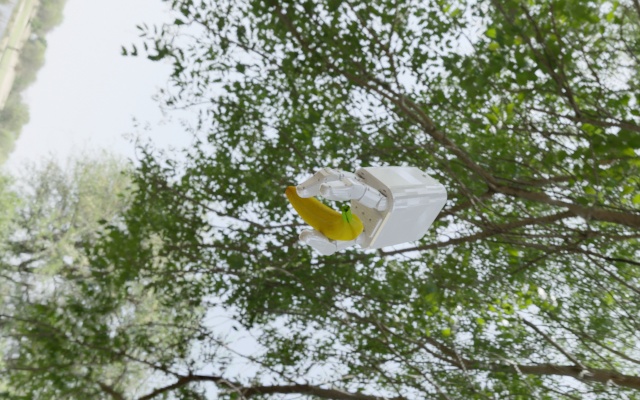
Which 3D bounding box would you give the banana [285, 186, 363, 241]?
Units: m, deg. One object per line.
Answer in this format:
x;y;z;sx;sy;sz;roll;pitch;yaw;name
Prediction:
0.008;0.019;0.661;0.037;0.070;0.198;-29;19;-21;banana
